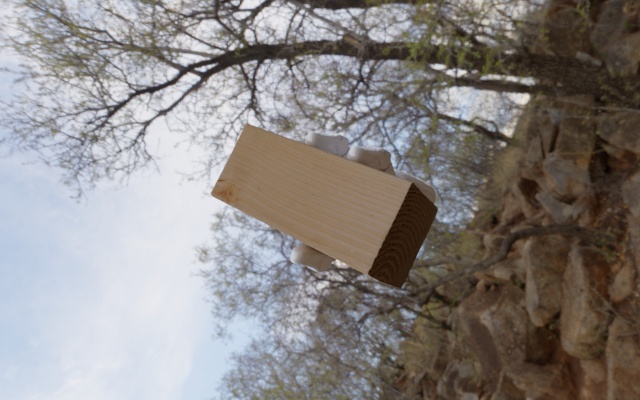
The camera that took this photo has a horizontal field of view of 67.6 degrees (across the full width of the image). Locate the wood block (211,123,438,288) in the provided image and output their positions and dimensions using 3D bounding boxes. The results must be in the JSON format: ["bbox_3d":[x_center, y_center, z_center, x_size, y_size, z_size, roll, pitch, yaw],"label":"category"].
[{"bbox_3d":[0.000,0.002,0.494,0.206,0.091,0.090,23,-5,33],"label":"wood block"}]
